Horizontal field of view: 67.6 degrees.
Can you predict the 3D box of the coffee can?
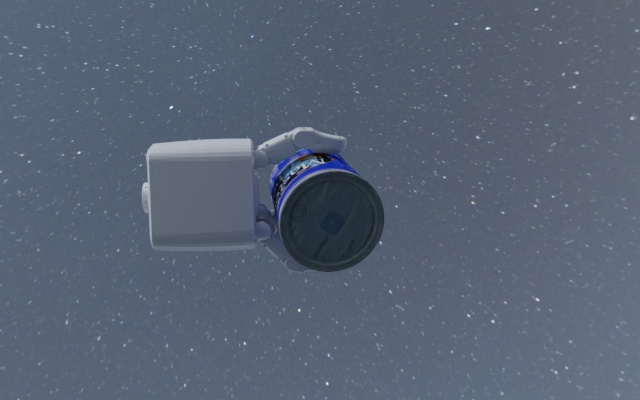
[{"bbox_3d":[0.000,0.002,0.519,0.103,0.103,0.140,0,17,-10],"label":"coffee can"}]
